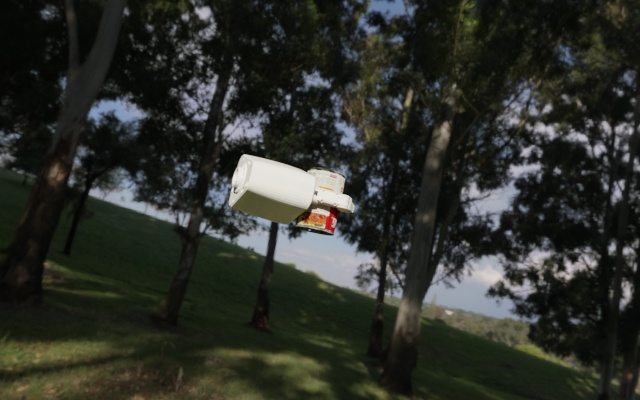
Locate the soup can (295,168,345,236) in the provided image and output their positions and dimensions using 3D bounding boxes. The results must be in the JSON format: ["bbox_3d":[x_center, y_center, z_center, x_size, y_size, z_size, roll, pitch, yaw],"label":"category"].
[{"bbox_3d":[0.001,0.002,0.809,0.068,0.102,0.068,12,-10,2],"label":"soup can"}]
